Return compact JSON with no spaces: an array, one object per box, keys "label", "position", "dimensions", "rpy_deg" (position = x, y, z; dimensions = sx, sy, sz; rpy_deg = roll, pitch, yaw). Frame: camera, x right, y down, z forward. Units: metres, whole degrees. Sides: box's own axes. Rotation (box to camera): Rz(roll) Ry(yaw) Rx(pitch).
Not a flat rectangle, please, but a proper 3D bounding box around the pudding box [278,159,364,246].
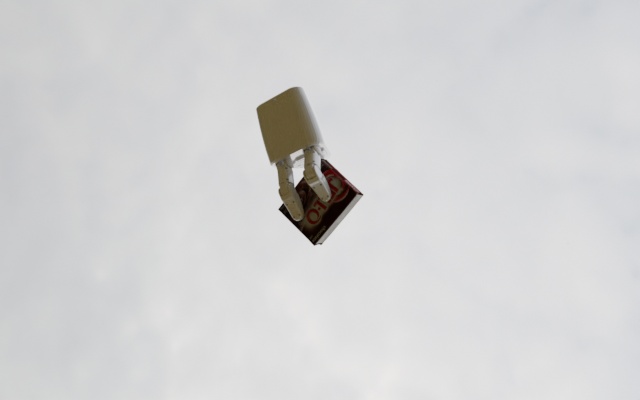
[{"label":"pudding box","position":[0.000,0.002,0.769],"dimensions":[0.090,0.113,0.039],"rpy_deg":[44,16,21]}]
